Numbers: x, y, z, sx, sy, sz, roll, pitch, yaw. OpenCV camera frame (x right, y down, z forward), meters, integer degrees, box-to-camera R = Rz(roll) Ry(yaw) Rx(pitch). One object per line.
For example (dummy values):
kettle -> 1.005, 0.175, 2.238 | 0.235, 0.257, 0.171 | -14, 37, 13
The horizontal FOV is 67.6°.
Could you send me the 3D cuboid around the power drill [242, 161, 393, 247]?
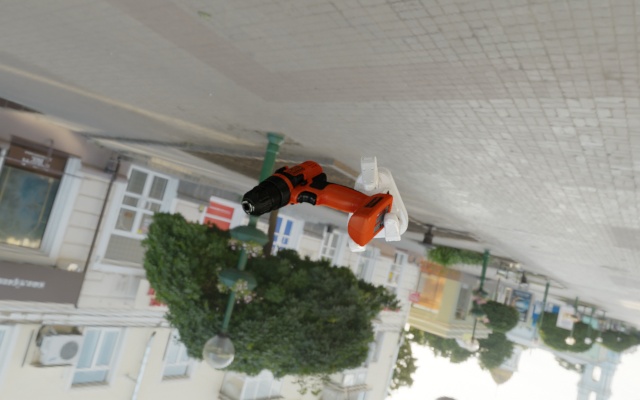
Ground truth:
power drill -> 0.001, 0.002, 0.717 | 0.187, 0.057, 0.184 | 23, 32, 23
